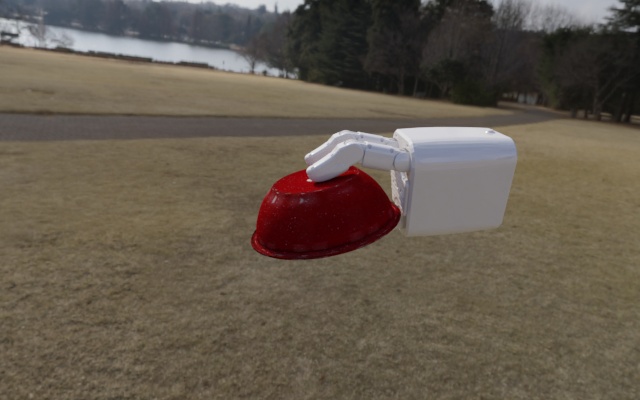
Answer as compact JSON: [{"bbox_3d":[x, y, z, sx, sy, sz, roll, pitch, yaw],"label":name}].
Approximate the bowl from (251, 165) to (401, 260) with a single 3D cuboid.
[{"bbox_3d":[-0.001,0.002,0.499,0.162,0.055,0.162,-11,19,4],"label":"bowl"}]
